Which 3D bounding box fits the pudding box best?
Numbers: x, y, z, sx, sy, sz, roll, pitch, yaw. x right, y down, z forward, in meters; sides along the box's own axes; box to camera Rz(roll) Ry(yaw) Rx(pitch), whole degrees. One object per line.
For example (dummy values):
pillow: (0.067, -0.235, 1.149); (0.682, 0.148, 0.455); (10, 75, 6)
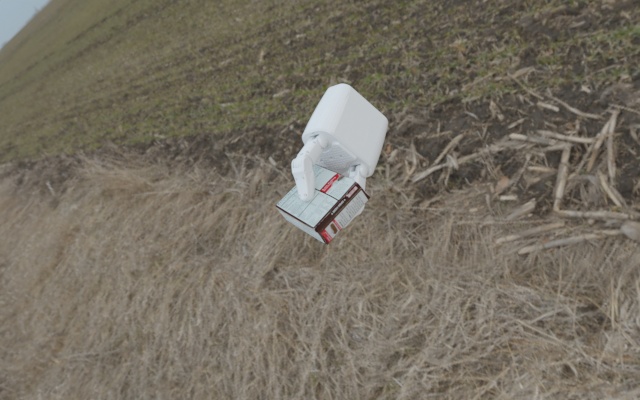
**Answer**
pudding box: (0.000, 0.002, 0.664); (0.039, 0.090, 0.113); (50, -13, -33)
